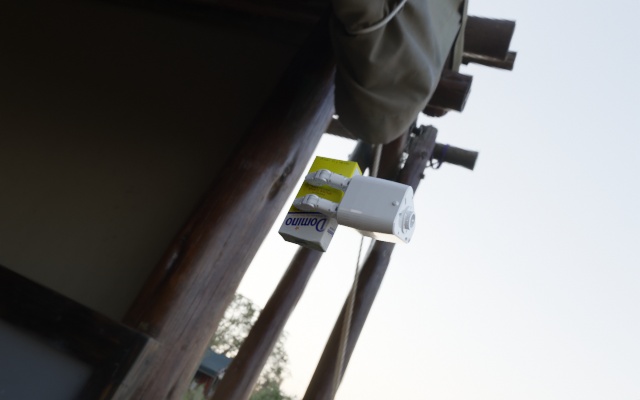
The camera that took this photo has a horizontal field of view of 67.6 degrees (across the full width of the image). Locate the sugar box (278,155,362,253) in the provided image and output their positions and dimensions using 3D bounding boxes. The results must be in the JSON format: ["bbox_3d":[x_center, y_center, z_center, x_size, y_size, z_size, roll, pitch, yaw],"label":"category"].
[{"bbox_3d":[0.000,0.003,0.888,0.093,0.176,0.048,12,-28,28],"label":"sugar box"}]
